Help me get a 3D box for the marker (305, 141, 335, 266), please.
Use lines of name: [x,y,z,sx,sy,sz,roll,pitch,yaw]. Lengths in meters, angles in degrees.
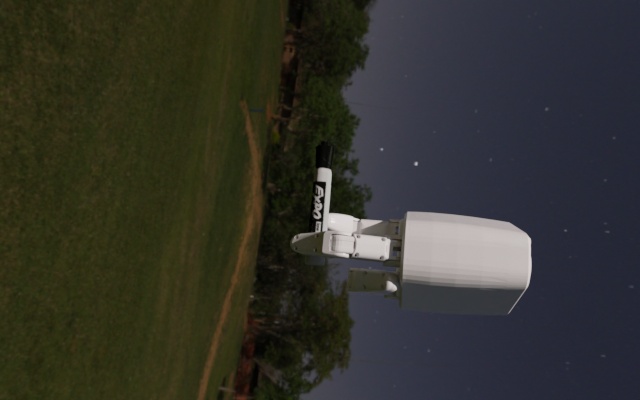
marker: [0.000,0.002,0.461,0.020,0.121,0.020,5,-10,1]
